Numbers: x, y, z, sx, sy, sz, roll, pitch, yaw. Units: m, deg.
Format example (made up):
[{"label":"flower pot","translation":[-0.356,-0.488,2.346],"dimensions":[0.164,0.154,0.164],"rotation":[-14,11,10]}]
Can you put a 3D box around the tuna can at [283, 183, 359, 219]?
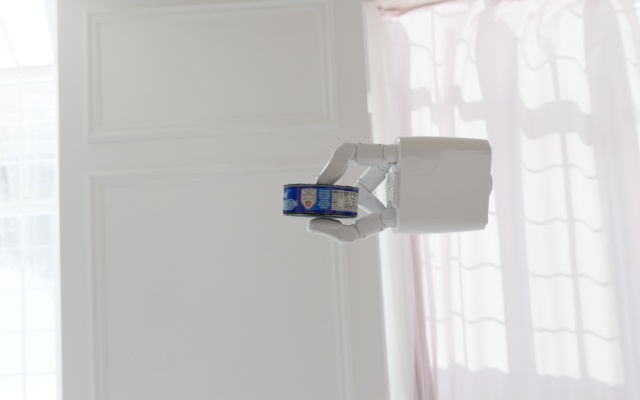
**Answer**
[{"label":"tuna can","translation":[0.000,0.002,0.536],"dimensions":[0.086,0.034,0.086],"rotation":[2,-4,0]}]
